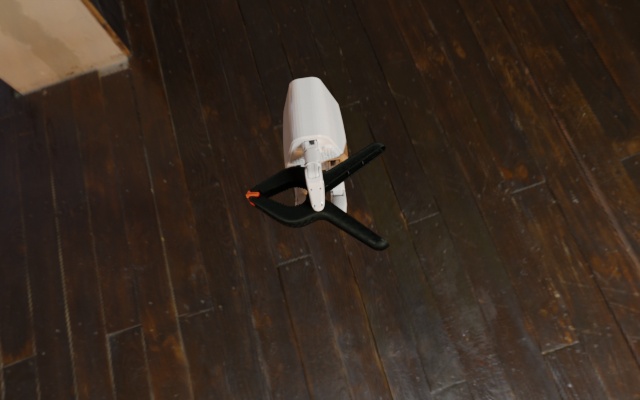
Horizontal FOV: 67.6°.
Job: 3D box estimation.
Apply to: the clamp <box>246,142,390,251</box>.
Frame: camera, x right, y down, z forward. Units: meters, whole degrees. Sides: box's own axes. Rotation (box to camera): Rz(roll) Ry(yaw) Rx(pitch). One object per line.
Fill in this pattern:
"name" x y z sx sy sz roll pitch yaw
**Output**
"clamp" -0.001 0.002 0.680 0.210 0.164 0.036 -8 -25 4
